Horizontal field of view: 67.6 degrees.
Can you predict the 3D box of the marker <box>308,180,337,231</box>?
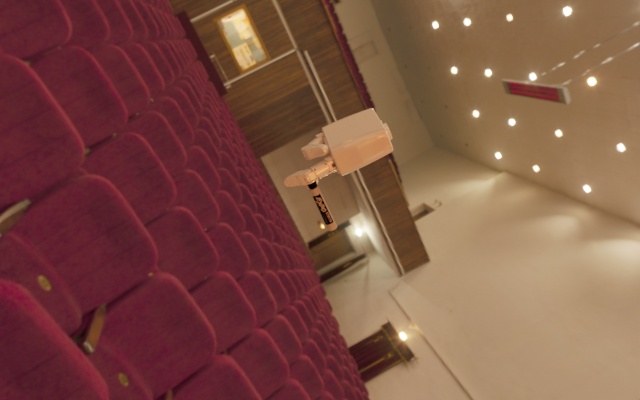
[{"bbox_3d":[0.000,0.003,0.889,0.020,0.121,0.020,-21,23,9],"label":"marker"}]
